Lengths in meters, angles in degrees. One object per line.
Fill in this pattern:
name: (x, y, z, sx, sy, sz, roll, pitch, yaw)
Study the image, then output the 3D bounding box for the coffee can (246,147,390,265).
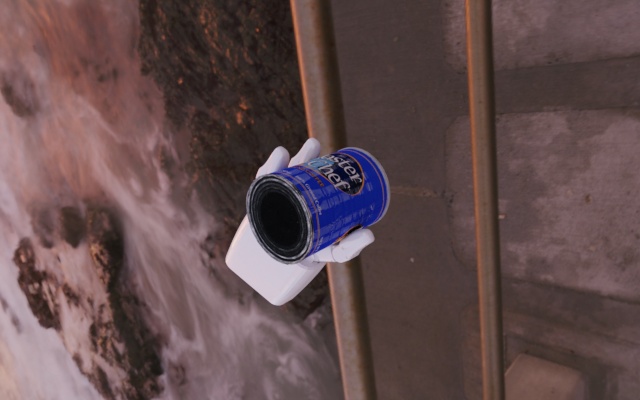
coffee can: (0.000, 0.002, 0.557, 0.103, 0.103, 0.140, 0, 16, 44)
